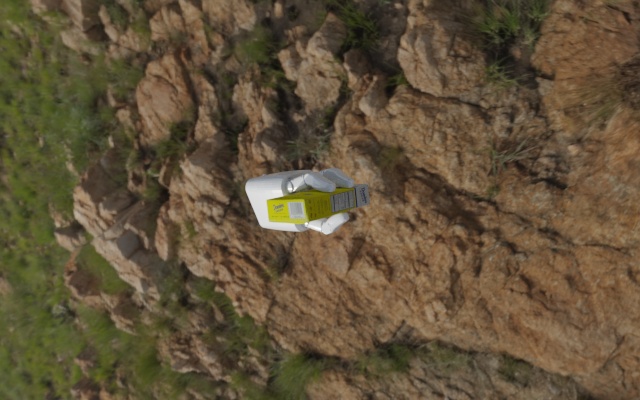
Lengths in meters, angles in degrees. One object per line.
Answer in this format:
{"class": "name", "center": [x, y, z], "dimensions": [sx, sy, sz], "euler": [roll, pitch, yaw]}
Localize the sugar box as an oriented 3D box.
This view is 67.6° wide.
{"class": "sugar box", "center": [0.000, 0.002, 0.846], "dimensions": [0.093, 0.048, 0.176], "euler": [0, 12, 40]}
